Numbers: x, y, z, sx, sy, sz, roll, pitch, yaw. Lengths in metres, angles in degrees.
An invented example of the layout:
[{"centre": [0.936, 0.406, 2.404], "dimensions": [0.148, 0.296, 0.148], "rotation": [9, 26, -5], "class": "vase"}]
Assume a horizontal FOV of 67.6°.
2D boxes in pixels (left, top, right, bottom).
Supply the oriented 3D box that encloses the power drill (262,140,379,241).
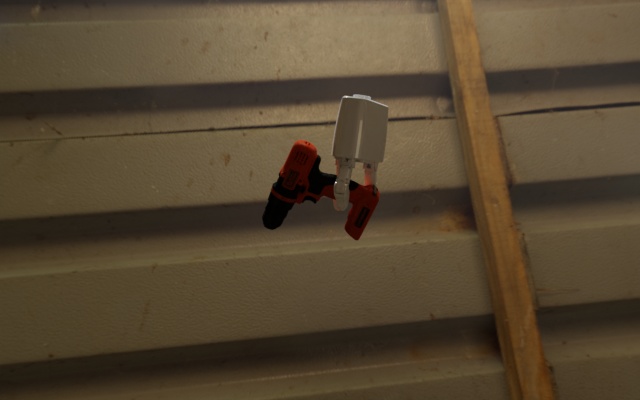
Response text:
[{"centre": [0.001, 0.003, 0.885], "dimensions": [0.187, 0.184, 0.057], "rotation": [24, 23, -6], "class": "power drill"}]
